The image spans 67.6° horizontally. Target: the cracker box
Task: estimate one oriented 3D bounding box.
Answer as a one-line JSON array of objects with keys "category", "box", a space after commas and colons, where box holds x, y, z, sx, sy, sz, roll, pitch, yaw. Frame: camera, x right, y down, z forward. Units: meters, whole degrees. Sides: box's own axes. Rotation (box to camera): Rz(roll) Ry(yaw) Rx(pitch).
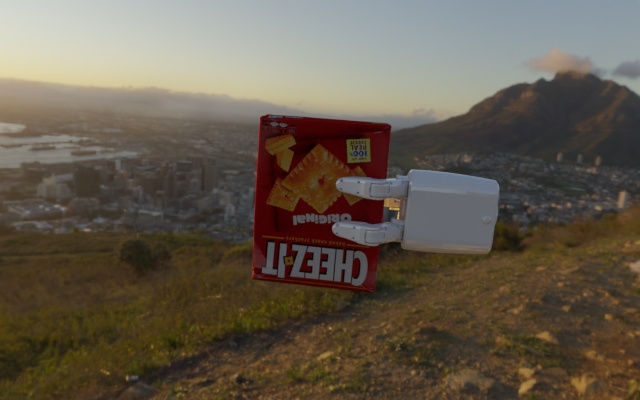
[{"category": "cracker box", "box": [0.000, 0.002, 0.618, 0.164, 0.214, 0.072, 5, 10, 6]}]
